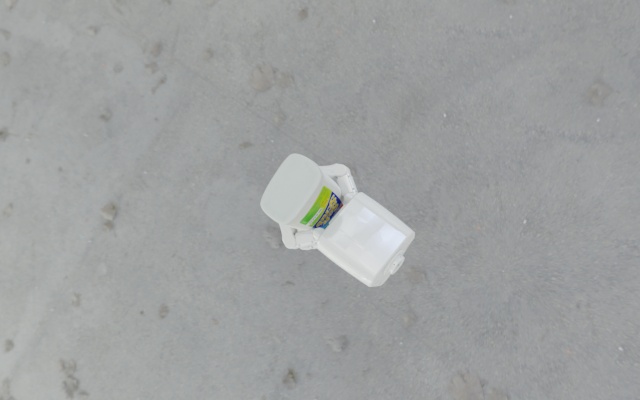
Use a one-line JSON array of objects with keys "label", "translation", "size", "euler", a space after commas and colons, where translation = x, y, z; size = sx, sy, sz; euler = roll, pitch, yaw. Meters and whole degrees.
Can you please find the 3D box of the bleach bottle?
[{"label": "bleach bottle", "translation": [0.000, 0.003, 0.772], "size": [0.068, 0.102, 0.251], "euler": [37, 6, 22]}]
